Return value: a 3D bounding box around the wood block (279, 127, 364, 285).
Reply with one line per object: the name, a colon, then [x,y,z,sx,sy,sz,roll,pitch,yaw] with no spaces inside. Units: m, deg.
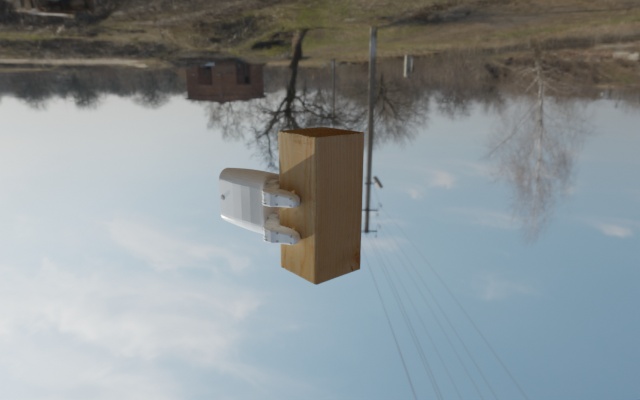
wood block: [0.000,0.002,0.696,0.091,0.206,0.090,-13,20,-39]
